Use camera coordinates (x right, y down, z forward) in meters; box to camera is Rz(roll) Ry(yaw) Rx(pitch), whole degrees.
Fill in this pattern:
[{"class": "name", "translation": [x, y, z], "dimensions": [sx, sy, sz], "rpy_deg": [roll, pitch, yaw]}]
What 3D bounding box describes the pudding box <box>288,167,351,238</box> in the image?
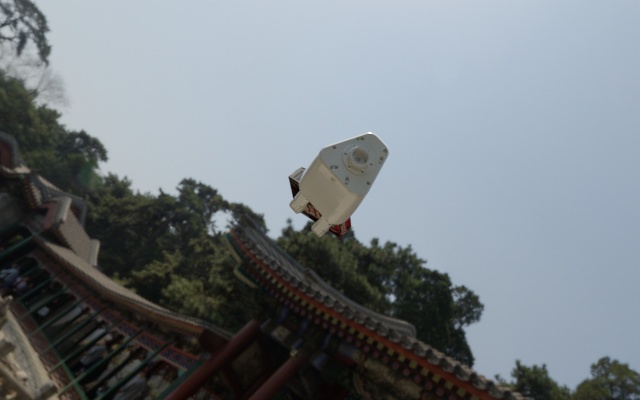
[{"class": "pudding box", "translation": [0.000, 0.003, 0.832], "dimensions": [0.113, 0.090, 0.039], "rpy_deg": [33, 59, 31]}]
